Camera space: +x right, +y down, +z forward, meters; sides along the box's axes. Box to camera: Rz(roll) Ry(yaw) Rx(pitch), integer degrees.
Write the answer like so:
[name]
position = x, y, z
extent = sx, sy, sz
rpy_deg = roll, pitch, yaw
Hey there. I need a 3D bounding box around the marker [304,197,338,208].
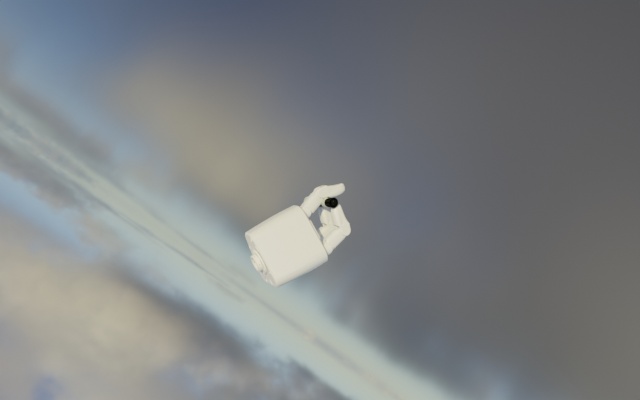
[marker]
position = 0.000, 0.003, 0.894
extent = 0.020, 0.020, 0.121
rpy_deg = 0, 1, -25
